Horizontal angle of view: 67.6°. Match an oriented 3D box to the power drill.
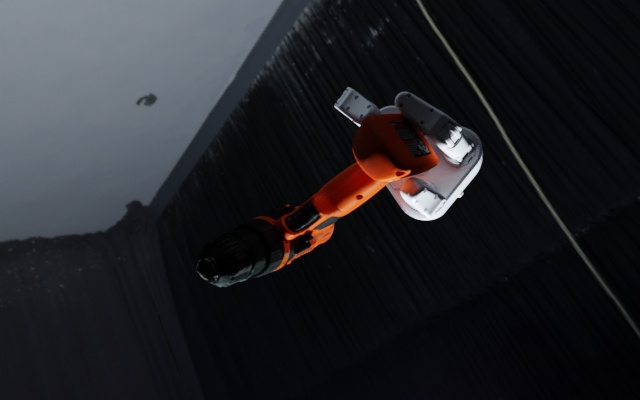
[{"bbox_3d":[0.001,0.001,0.417,0.188,0.057,0.184,-36,-7,30],"label":"power drill"}]
